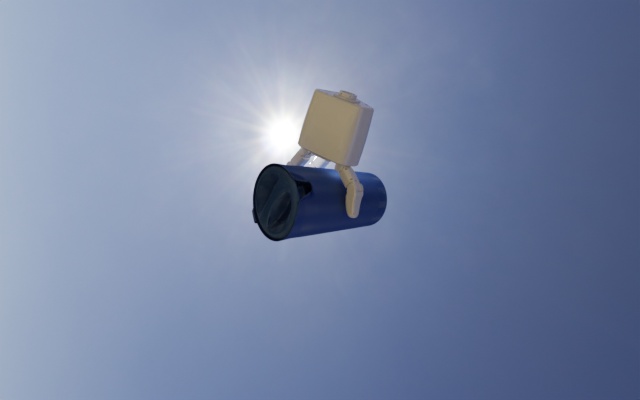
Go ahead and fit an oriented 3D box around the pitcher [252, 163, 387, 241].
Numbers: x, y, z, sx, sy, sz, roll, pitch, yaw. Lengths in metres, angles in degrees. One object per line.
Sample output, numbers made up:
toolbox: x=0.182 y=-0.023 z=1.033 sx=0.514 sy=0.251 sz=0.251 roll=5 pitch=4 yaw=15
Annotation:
pitcher: x=0.000 y=0.003 z=0.892 sx=0.243 sy=0.145 sz=0.149 roll=-2 pitch=27 yaw=-41
